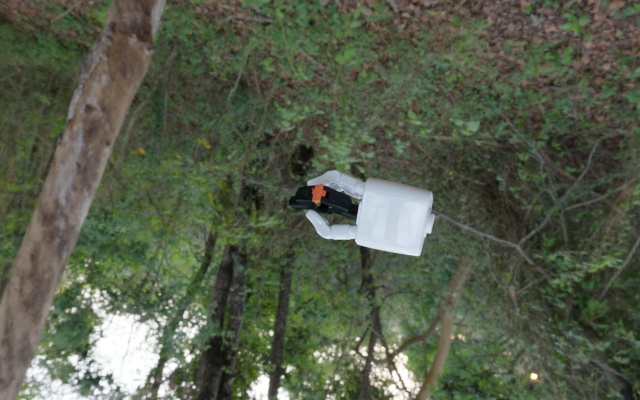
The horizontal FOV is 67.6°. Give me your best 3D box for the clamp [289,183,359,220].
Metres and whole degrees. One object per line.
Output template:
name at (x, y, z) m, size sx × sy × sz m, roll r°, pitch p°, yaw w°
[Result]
clamp at (0.000, 0.003, 0.821) m, size 0.164 × 0.036 × 0.210 m, roll 9°, pitch -8°, yaw 16°
